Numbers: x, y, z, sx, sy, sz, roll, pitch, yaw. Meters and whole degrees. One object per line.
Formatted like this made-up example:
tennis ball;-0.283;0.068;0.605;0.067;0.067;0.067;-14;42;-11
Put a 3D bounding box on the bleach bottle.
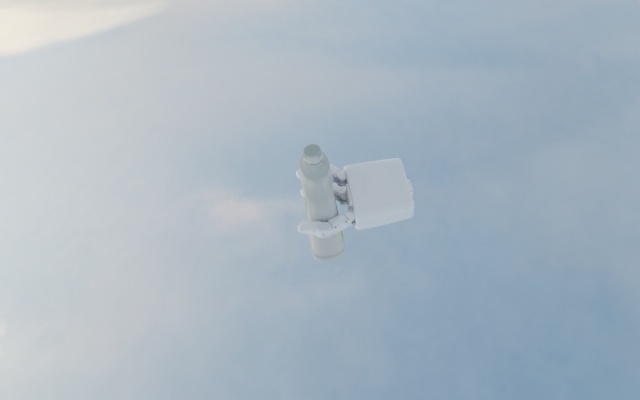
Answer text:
bleach bottle;0.000;0.003;0.860;0.068;0.102;0.251;-11;-38;-2
